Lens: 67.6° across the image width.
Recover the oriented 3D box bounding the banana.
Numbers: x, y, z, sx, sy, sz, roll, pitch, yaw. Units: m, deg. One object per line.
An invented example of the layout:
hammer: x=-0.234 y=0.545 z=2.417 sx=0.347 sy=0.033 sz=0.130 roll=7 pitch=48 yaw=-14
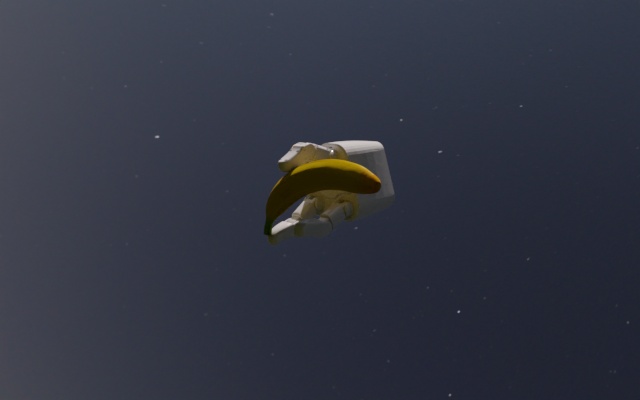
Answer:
banana: x=-0.008 y=-0.015 z=0.596 sx=0.198 sy=0.069 sz=0.037 roll=-24 pitch=-8 yaw=41
